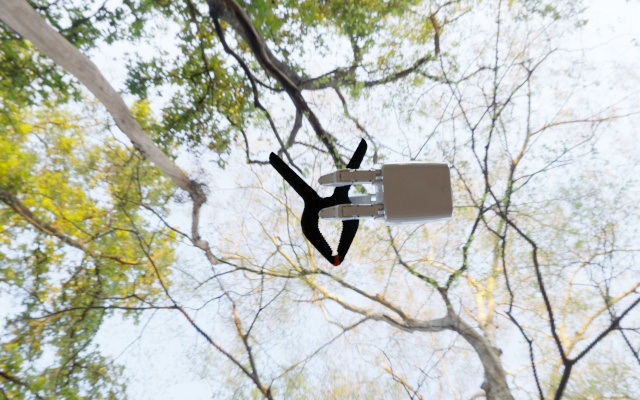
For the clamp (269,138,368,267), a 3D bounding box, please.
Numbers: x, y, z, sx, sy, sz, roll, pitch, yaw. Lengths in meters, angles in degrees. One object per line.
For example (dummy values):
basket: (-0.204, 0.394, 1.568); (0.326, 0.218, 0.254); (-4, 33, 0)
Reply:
clamp: (0.000, 0.003, 0.776); (0.164, 0.210, 0.036); (-2, -9, -1)
